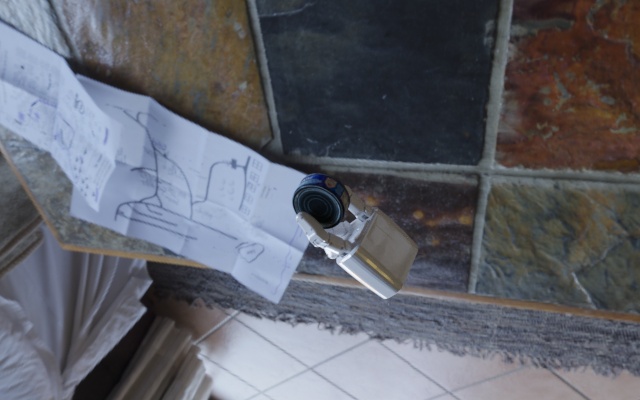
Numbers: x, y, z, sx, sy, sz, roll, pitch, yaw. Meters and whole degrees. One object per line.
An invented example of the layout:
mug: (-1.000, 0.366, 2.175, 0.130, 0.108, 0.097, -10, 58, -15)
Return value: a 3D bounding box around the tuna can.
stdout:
tuna can: (0.000, 0.003, 0.734, 0.086, 0.086, 0.033, 0, 35, 24)
